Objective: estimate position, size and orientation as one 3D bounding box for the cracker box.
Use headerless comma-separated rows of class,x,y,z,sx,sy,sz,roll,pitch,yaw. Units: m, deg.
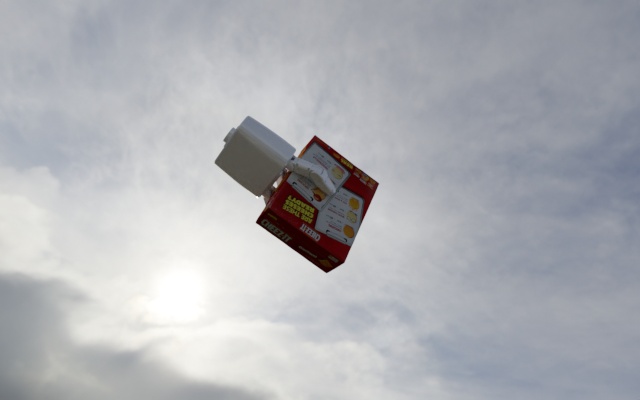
cracker box,0.000,0.003,0.892,0.164,0.213,0.072,36,-41,-9
